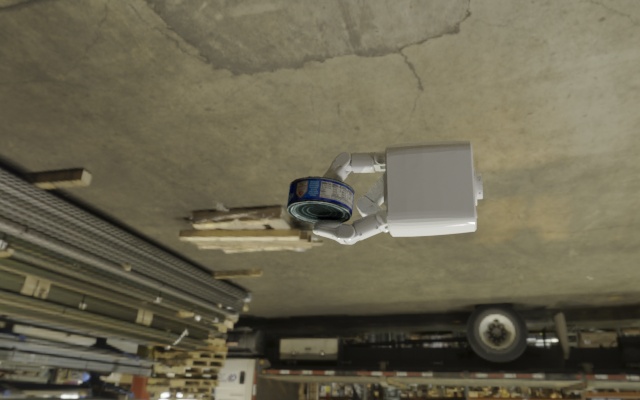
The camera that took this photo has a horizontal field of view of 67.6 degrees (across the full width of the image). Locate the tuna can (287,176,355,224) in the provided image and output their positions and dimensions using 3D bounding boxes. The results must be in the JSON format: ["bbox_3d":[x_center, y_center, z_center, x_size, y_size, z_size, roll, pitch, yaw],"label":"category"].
[{"bbox_3d":[0.000,0.003,0.615,0.086,0.033,0.086,6,-22,2],"label":"tuna can"}]
